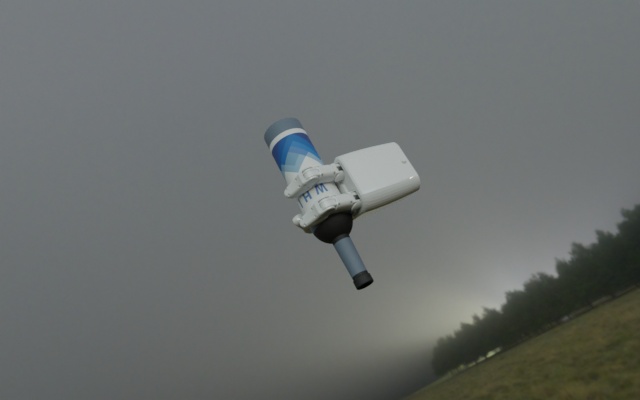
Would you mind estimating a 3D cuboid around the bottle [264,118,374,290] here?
[{"bbox_3d":[0.000,0.002,0.737,0.069,0.295,0.069,-23,-24,-11],"label":"bottle"}]
